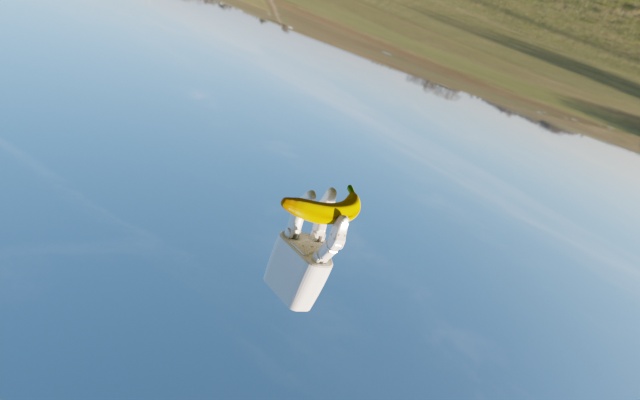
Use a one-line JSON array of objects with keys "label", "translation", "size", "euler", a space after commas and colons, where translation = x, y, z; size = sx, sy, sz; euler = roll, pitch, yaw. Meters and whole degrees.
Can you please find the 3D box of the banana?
[{"label": "banana", "translation": [0.015, 0.013, 0.815], "size": [0.069, 0.037, 0.198], "euler": [39, 27, 26]}]
